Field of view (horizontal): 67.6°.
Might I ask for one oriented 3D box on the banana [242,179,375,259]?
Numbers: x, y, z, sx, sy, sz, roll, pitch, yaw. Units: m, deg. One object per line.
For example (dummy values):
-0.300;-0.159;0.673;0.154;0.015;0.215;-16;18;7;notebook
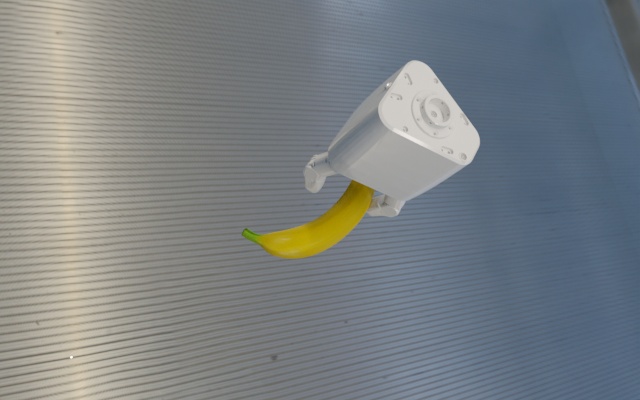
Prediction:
0.007;0.019;0.579;0.197;0.069;0.037;-28;-7;-27;banana
